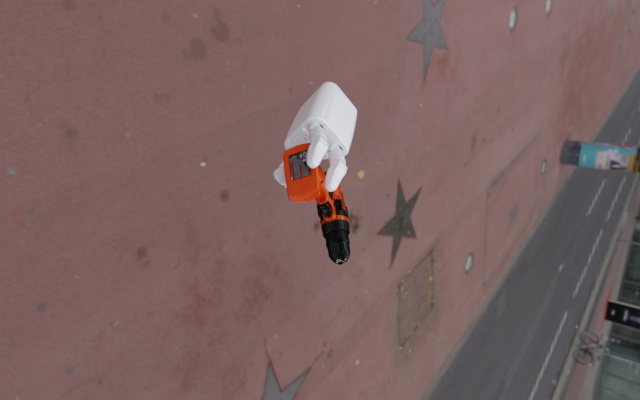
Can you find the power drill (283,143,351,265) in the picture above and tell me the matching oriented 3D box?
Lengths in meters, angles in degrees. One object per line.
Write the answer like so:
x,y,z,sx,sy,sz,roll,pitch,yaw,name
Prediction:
0.000,0.002,0.824,0.057,0.184,0.188,-17,-30,12,power drill
